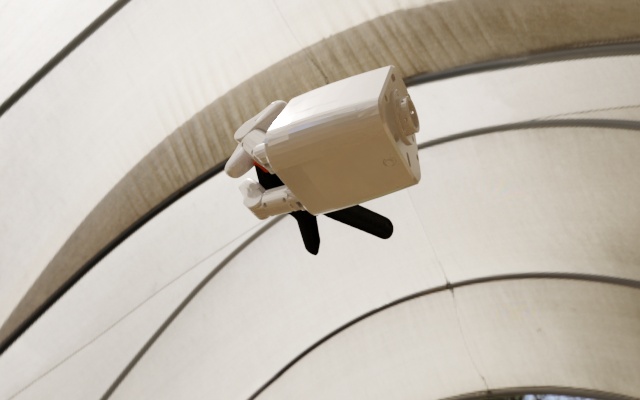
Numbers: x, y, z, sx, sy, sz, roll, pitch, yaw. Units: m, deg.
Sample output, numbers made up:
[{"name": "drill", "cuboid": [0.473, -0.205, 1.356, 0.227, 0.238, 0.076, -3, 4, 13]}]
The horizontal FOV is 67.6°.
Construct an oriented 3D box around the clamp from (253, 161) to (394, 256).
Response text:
[{"name": "clamp", "cuboid": [0.000, 0.001, 0.517, 0.120, 0.039, 0.171, -15, -44, 26]}]
